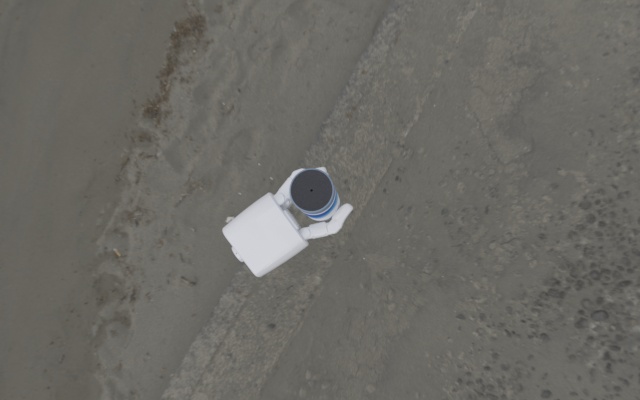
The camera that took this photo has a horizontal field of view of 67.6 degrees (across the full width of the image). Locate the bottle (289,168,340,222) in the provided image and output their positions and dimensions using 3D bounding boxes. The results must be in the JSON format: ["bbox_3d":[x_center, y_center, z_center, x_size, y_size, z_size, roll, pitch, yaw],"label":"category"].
[{"bbox_3d":[0.000,0.003,0.843,0.069,0.069,0.296,0,-7,5],"label":"bottle"}]
